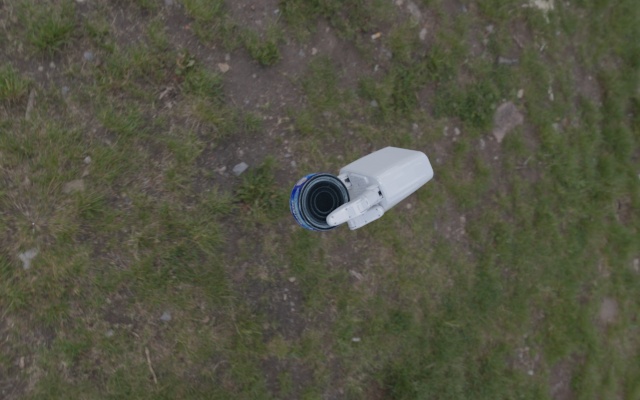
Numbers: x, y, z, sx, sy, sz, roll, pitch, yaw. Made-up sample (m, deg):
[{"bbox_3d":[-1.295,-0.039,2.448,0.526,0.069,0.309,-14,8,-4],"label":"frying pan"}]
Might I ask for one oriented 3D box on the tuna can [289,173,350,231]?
[{"bbox_3d":[0.000,0.002,0.696,0.086,0.086,0.034,0,0,-26],"label":"tuna can"}]
